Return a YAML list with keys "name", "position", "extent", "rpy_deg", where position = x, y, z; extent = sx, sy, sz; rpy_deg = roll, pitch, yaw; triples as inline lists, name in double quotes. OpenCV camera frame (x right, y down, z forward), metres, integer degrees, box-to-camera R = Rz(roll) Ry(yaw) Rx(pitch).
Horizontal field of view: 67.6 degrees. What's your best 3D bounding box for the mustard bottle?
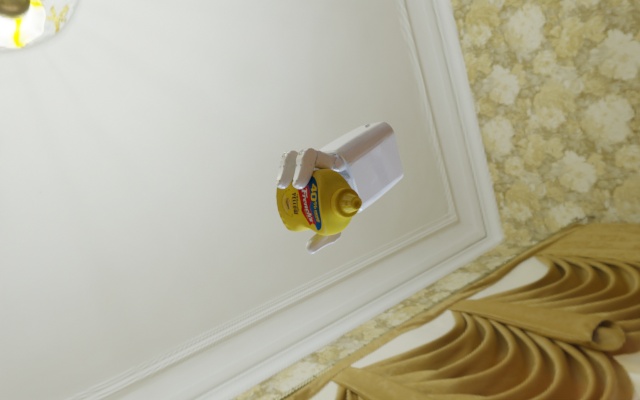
- name: "mustard bottle"
  position: [0.000, 0.002, 0.703]
  extent: [0.058, 0.096, 0.191]
  rpy_deg: [-7, 5, -30]
